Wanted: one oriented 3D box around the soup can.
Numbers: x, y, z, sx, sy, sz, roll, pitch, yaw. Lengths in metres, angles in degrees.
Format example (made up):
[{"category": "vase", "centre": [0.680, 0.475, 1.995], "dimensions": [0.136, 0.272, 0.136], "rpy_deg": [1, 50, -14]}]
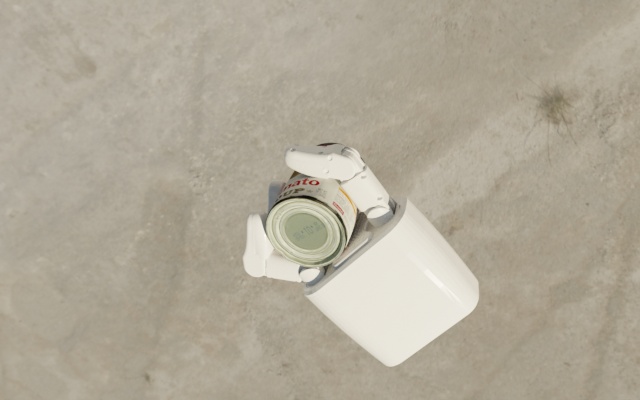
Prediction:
[{"category": "soup can", "centre": [0.000, 0.001, 0.411], "dimensions": [0.068, 0.068, 0.102], "rpy_deg": [0, 30, 16]}]
